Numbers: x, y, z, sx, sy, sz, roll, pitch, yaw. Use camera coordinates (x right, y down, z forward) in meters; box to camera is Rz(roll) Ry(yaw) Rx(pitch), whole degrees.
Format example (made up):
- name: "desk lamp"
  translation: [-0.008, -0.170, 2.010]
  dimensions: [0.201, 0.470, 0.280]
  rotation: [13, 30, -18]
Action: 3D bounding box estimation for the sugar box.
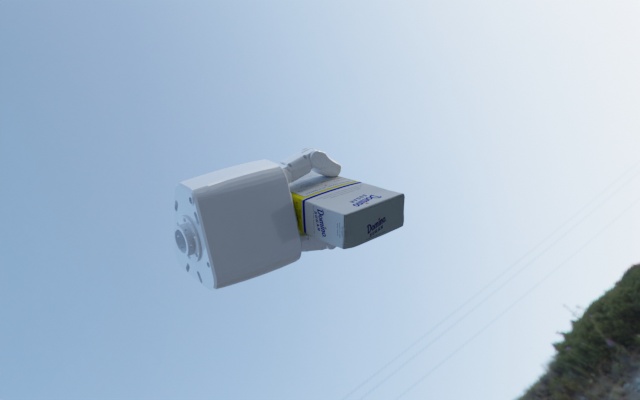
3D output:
- name: "sugar box"
  translation: [0.000, 0.002, 0.552]
  dimensions: [0.093, 0.048, 0.176]
  rotation: [-18, 27, -37]
